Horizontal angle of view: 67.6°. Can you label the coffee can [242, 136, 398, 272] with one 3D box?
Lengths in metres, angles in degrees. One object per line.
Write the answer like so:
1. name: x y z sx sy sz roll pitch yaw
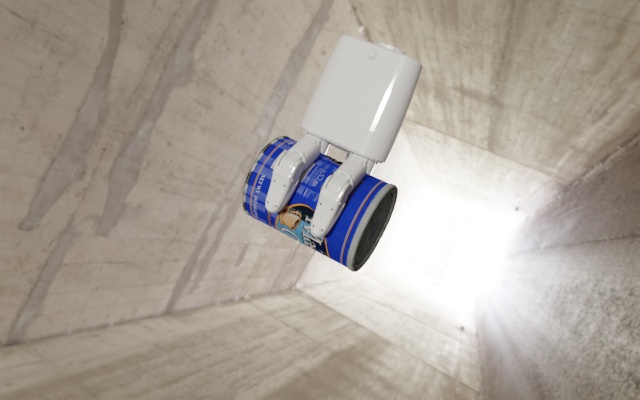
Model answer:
1. coffee can: 0.000 0.002 0.530 0.140 0.103 0.103 26 9 19
